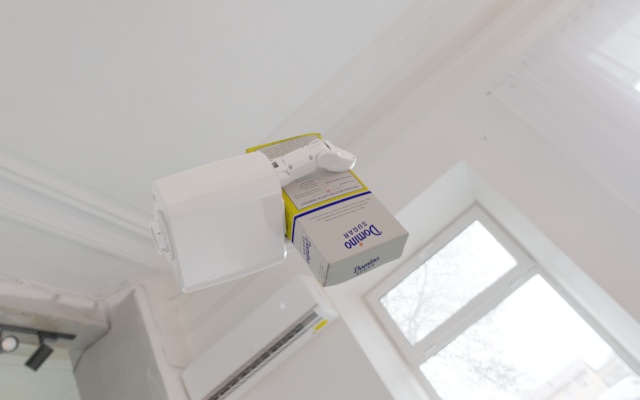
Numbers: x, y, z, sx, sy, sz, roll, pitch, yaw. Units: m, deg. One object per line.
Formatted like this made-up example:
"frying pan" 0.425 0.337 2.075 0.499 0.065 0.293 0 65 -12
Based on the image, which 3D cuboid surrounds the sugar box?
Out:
"sugar box" 0.000 0.002 0.494 0.093 0.048 0.176 -18 52 -25
